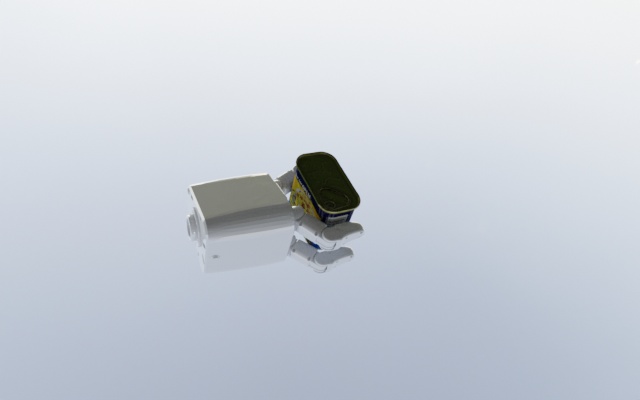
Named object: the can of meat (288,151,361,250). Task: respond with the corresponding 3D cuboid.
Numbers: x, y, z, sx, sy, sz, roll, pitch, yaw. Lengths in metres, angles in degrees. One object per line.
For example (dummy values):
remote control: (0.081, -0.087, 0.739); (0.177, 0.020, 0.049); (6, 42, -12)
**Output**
can of meat: (0.000, 0.002, 0.620); (0.057, 0.102, 0.084); (-11, -37, -26)
